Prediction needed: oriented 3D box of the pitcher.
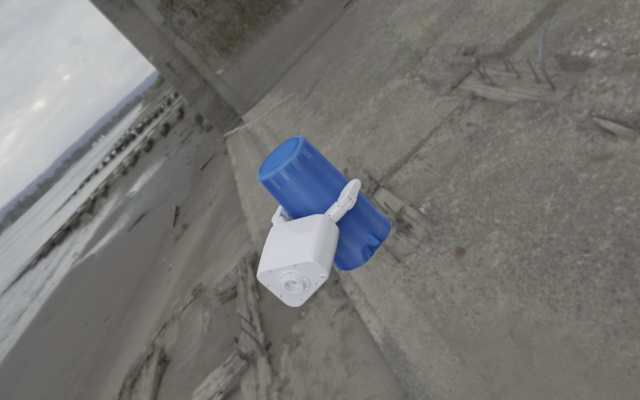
[{"bbox_3d":[0.000,0.003,0.866,0.149,0.243,0.145,-29,26,30],"label":"pitcher"}]
